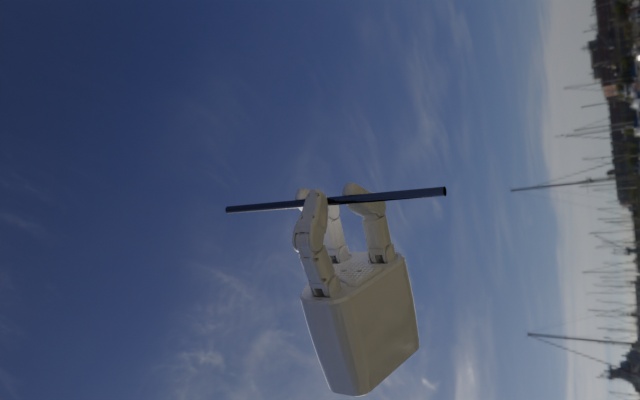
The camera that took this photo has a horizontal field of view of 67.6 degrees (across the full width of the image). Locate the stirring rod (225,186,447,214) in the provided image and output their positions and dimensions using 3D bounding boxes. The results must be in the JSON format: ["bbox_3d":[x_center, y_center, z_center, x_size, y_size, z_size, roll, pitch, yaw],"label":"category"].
[{"bbox_3d":[0.000,0.002,0.450,0.239,0.011,0.011,-5,-3,33],"label":"stirring rod"}]
